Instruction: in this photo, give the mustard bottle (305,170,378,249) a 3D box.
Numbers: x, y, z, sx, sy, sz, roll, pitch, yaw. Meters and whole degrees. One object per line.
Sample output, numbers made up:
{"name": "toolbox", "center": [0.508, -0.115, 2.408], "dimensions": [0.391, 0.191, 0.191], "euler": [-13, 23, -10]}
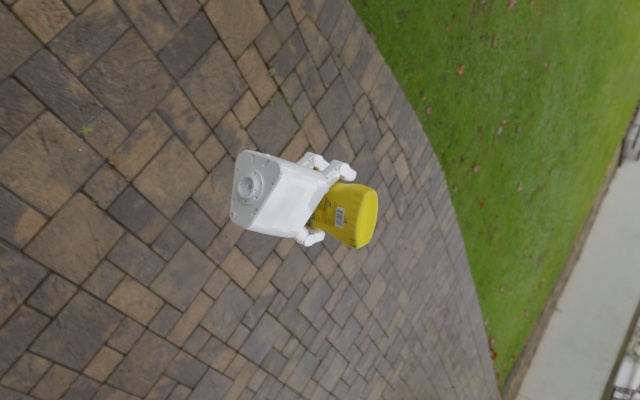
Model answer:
{"name": "mustard bottle", "center": [0.001, 0.003, 0.784], "dimensions": [0.191, 0.096, 0.058], "euler": [21, 28, 35]}
